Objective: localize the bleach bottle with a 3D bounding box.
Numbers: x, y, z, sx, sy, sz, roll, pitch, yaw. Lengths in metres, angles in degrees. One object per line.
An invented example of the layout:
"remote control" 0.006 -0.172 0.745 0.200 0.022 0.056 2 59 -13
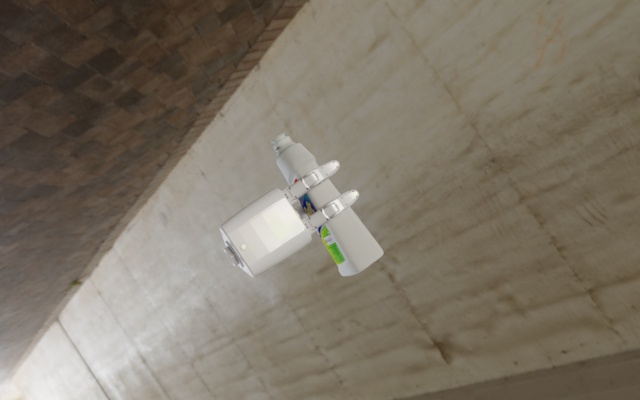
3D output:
"bleach bottle" 0.000 0.003 0.782 0.068 0.251 0.102 -34 -2 -17
